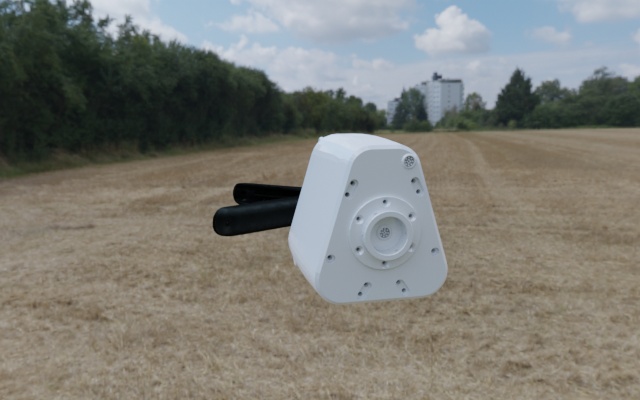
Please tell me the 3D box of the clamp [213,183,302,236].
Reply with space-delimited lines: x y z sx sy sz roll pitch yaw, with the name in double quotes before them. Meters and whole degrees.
"clamp" 0.001 0.001 0.484 0.210 0.036 0.164 -2 12 -11
